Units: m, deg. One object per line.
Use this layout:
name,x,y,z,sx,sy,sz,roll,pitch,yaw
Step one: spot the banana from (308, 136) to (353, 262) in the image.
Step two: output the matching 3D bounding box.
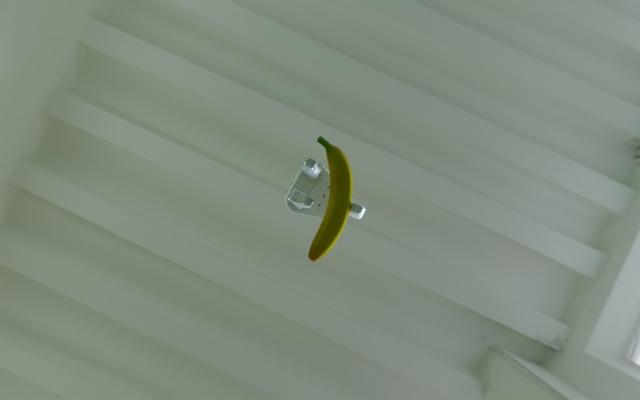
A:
banana,0.018,0.000,0.767,0.069,0.198,0.037,3,1,-18
